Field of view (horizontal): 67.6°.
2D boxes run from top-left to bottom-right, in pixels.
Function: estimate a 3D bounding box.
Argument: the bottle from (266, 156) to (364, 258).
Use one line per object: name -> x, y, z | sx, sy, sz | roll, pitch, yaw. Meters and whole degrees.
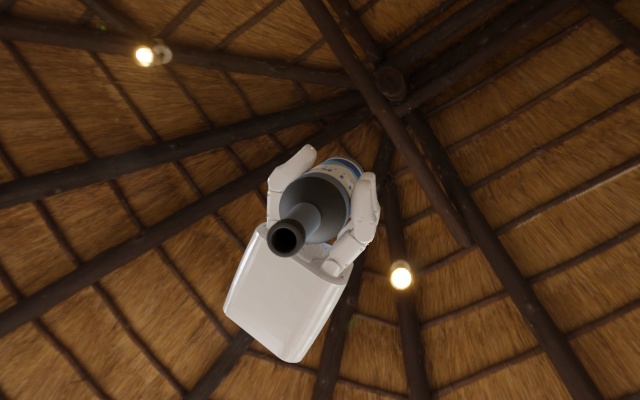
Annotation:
bottle -> 0.000, 0.001, 0.489 | 0.069, 0.069, 0.295 | 0, 11, 11
